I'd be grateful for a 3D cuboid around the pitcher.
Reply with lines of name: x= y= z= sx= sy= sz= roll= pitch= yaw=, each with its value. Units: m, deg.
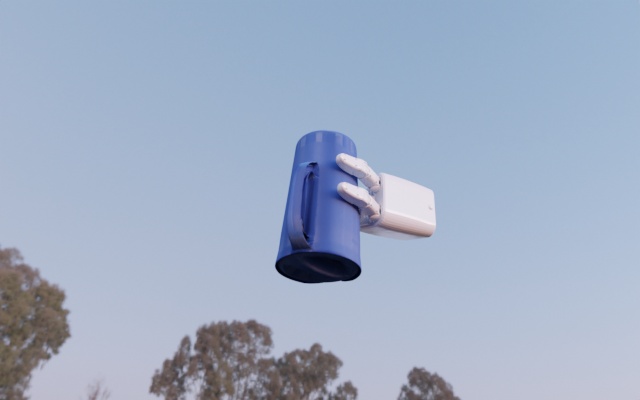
pitcher: x=0.000 y=0.003 z=0.777 sx=0.145 sy=0.242 sz=0.149 roll=15 pitch=-31 yaw=-18
